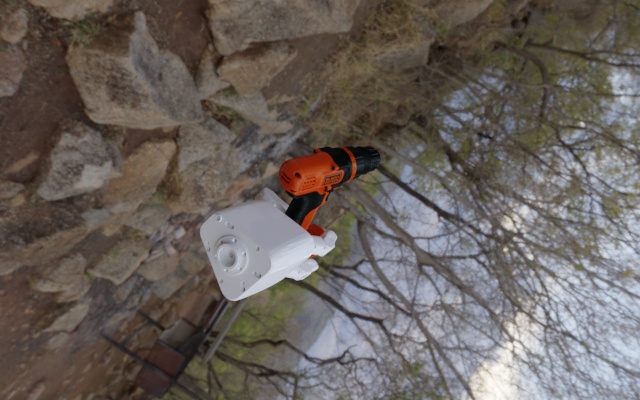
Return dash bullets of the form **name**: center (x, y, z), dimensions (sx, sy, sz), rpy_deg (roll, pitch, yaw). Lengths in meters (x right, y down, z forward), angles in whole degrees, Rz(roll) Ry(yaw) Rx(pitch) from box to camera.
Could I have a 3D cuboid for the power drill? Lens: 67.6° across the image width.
- **power drill**: center (0.000, 0.003, 0.725), dimensions (0.184, 0.188, 0.057), rpy_deg (-14, 46, -40)
